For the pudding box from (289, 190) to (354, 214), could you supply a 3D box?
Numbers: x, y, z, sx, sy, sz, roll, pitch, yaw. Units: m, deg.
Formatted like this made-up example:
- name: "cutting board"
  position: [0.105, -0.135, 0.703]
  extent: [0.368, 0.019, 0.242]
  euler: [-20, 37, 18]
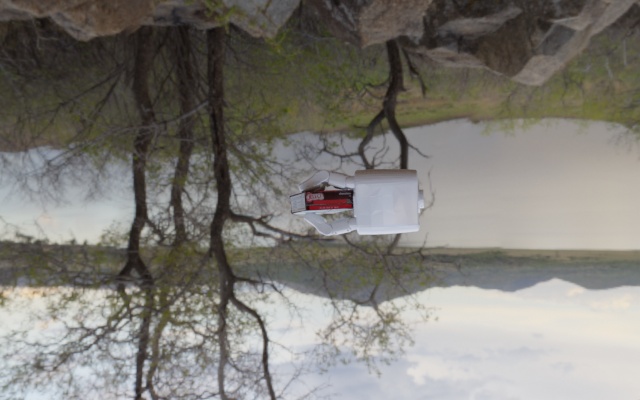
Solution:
- name: "pudding box"
  position: [0.000, 0.003, 0.863]
  extent: [0.090, 0.039, 0.113]
  euler: [-1, -5, -18]
